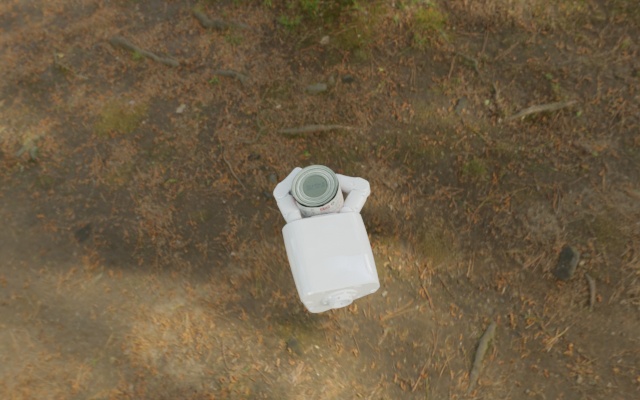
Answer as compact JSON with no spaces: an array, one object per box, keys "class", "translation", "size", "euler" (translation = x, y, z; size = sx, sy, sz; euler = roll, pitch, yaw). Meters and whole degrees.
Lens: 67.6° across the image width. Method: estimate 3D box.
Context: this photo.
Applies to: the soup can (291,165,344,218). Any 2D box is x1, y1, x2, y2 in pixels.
[{"class":"soup can","translation":[0.000,0.002,0.692],"size":[0.068,0.068,0.102],"euler":[0,-27,11]}]
